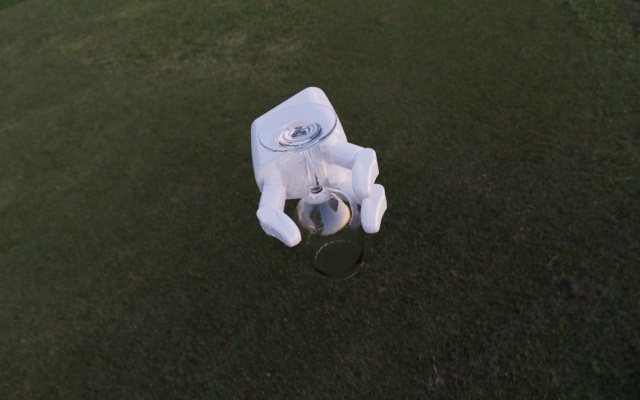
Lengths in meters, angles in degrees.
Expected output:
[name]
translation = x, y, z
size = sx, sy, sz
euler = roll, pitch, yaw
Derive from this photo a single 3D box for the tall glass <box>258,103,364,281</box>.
[tall glass]
translation = 0.000, 0.001, 0.504
size = 0.079, 0.201, 0.079
euler = -9, 43, 9
